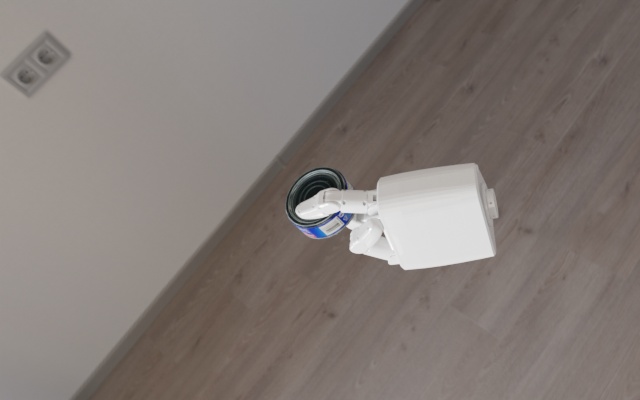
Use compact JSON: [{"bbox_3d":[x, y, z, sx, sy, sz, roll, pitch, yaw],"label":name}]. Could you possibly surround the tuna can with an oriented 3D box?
[{"bbox_3d":[0.000,0.002,0.586,0.086,0.086,0.034,0,-28,33],"label":"tuna can"}]
